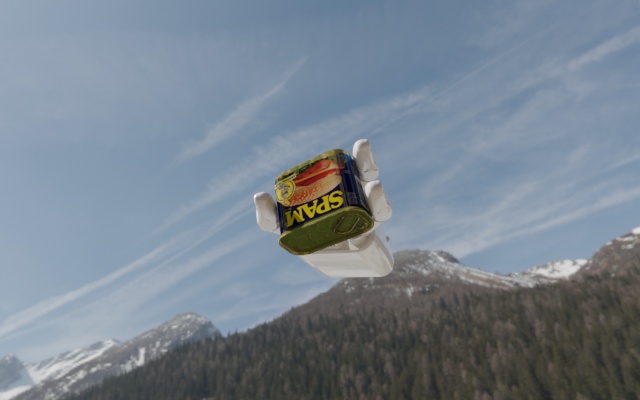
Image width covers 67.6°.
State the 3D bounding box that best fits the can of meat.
[{"bbox_3d":[0.000,0.001,0.530,0.102,0.084,0.057,-23,-35,18],"label":"can of meat"}]
